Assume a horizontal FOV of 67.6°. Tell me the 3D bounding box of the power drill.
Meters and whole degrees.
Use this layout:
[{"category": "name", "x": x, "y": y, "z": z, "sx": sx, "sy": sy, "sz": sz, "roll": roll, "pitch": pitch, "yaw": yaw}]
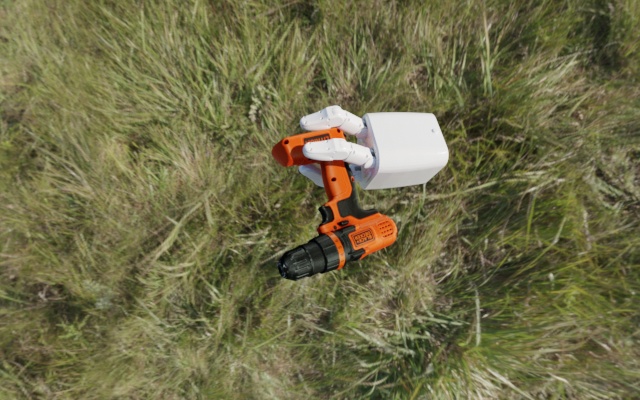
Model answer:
[{"category": "power drill", "x": 0.000, "y": 0.002, "z": 0.653, "sx": 0.184, "sy": 0.187, "sz": 0.057, "roll": -17, "pitch": -8, "yaw": -32}]
